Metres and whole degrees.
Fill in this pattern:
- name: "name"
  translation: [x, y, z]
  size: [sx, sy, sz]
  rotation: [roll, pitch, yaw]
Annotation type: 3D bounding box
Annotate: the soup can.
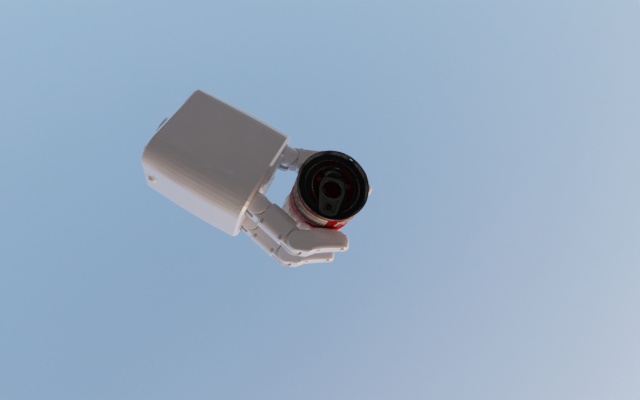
- name: "soup can"
  translation: [0.000, 0.002, 0.479]
  size: [0.068, 0.068, 0.102]
  rotation: [0, -18, -15]
